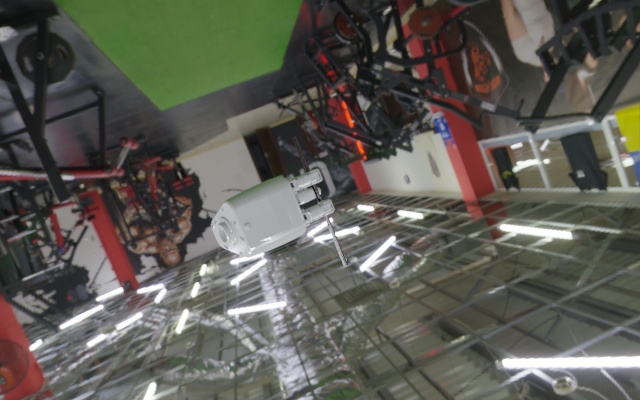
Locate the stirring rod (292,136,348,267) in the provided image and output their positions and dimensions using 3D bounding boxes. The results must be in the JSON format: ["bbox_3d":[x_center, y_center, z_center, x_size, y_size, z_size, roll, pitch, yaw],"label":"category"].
[{"bbox_3d":[0.000,0.003,0.825,0.011,0.239,0.011,-22,5,2],"label":"stirring rod"}]
